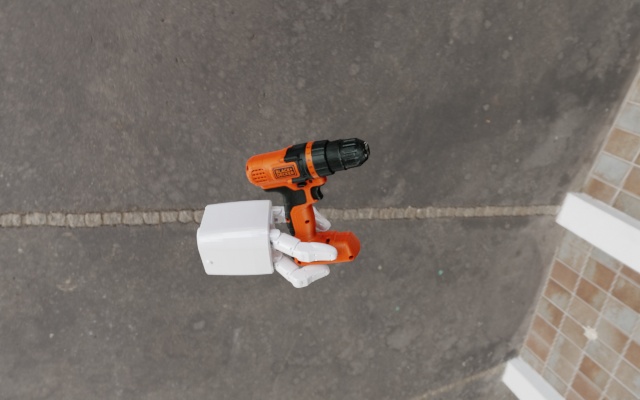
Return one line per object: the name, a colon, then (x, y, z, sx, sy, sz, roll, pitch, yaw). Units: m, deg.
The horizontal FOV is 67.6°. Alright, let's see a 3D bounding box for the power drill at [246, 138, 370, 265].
power drill: (0.000, 0.003, 0.703, 0.184, 0.188, 0.057, -8, 25, 22)
